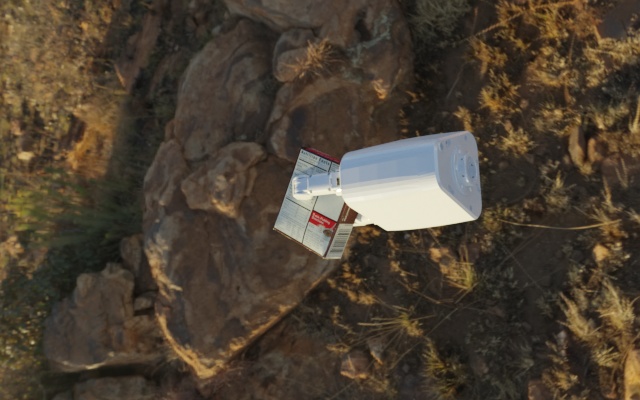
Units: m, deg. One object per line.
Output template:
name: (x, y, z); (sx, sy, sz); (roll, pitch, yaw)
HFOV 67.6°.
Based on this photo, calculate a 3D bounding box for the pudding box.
pudding box: (0.000, 0.002, 0.575); (0.090, 0.113, 0.039); (27, 11, 34)
